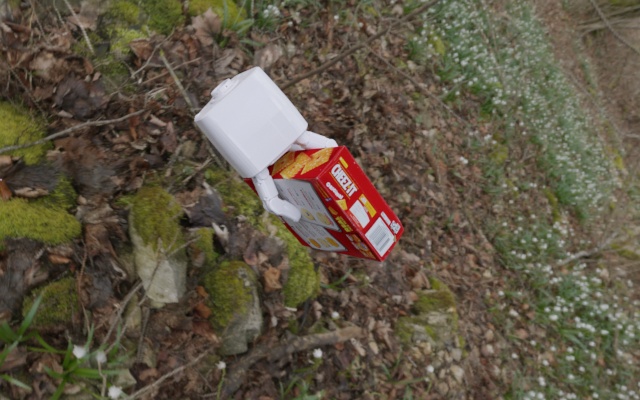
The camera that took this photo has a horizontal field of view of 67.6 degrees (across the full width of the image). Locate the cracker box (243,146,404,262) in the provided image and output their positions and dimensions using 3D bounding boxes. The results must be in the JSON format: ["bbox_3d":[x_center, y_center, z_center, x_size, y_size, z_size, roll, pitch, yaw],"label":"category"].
[{"bbox_3d":[0.000,0.002,0.721,0.164,0.072,0.213,51,-24,-25],"label":"cracker box"}]
